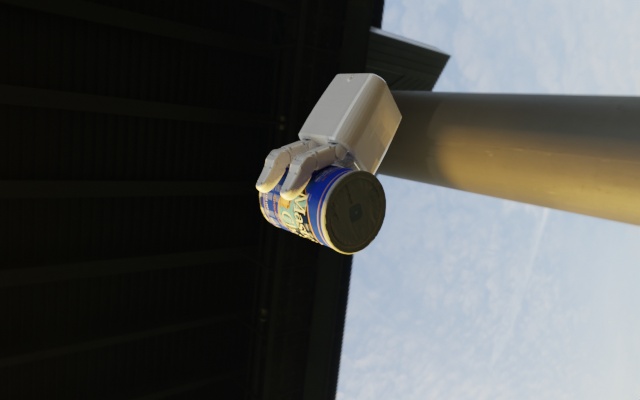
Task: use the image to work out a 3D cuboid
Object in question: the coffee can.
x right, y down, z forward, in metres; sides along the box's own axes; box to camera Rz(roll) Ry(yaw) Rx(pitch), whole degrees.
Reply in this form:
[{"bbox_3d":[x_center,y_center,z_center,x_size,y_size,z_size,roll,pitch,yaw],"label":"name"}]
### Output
[{"bbox_3d":[0.000,0.002,0.624,0.103,0.103,0.140,0,11,-40],"label":"coffee can"}]
